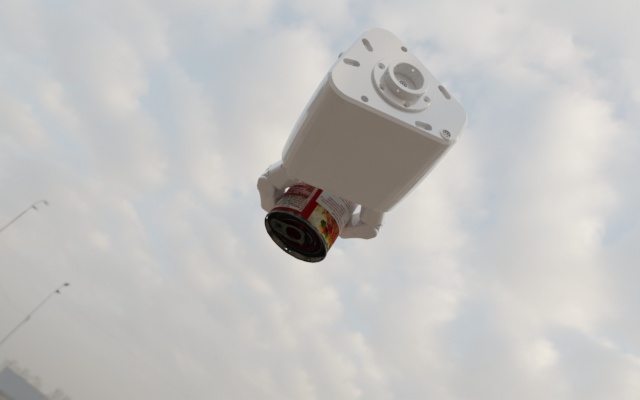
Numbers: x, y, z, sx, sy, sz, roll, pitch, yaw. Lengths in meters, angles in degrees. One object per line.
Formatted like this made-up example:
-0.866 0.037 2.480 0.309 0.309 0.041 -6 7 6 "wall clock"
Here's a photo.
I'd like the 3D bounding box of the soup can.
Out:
0.000 0.002 0.473 0.068 0.068 0.102 0 42 40 "soup can"
